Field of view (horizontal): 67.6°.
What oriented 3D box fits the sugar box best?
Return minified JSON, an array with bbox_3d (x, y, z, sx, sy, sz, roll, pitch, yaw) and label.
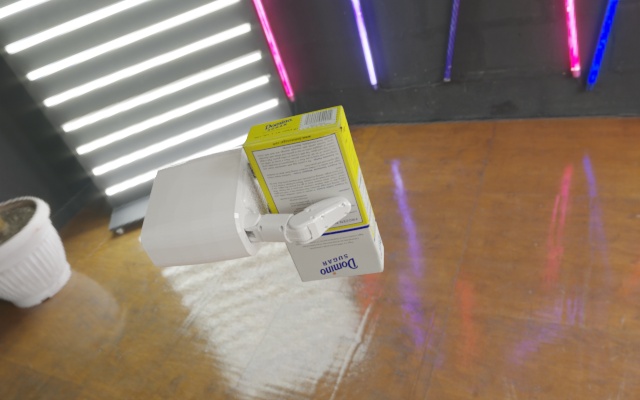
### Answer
[{"bbox_3d":[0.000,0.001,0.475,0.093,0.176,0.048,-9,37,14],"label":"sugar box"}]
